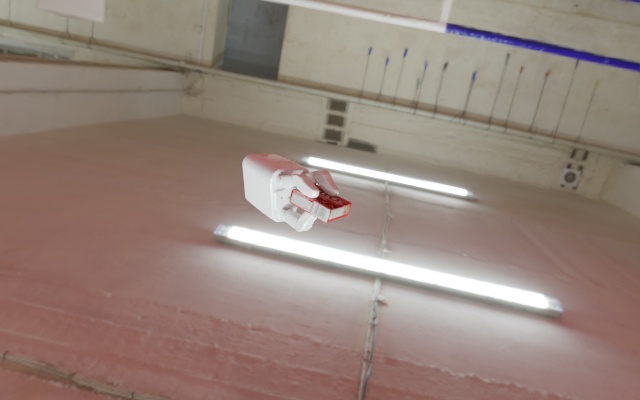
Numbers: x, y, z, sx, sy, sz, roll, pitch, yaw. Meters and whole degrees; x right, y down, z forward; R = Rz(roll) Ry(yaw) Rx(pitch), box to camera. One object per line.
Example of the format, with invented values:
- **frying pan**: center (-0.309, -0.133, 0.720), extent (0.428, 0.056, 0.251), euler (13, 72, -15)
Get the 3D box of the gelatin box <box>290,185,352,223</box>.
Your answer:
- **gelatin box**: center (0.000, 0.003, 0.863), extent (0.089, 0.030, 0.073), euler (29, 24, 27)
